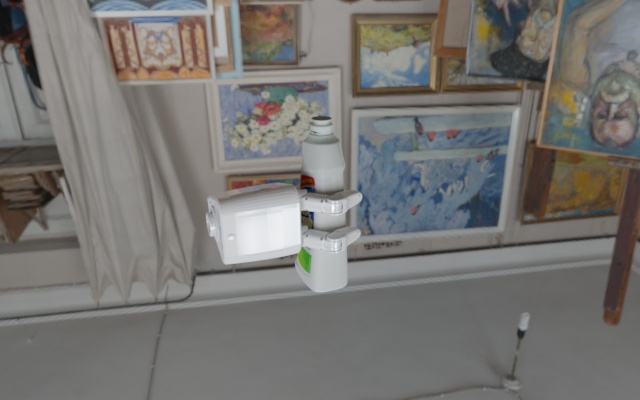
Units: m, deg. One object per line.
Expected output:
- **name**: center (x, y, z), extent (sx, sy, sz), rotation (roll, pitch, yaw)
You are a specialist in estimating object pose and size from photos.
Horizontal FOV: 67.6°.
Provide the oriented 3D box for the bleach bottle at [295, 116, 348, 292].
- **bleach bottle**: center (0.000, 0.002, 0.696), extent (0.068, 0.251, 0.102), rotation (-9, 24, -18)
